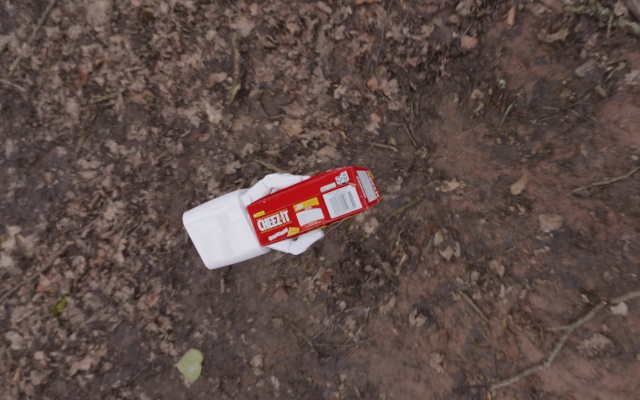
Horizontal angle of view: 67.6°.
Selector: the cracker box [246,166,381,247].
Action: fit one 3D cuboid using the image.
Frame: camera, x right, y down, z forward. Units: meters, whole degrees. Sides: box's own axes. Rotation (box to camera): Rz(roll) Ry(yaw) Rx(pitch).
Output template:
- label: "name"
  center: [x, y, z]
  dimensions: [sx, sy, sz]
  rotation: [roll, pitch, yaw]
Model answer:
- label: "cracker box"
  center: [0.000, 0.003, 0.751]
  dimensions: [0.164, 0.072, 0.213]
  rotation: [-21, -1, 12]
